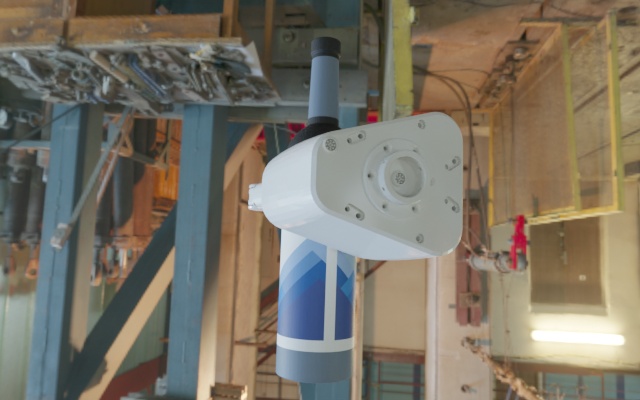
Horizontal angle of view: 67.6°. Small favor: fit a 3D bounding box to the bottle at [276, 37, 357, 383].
[{"bbox_3d":[0.000,0.002,0.423,0.069,0.295,0.069,2,-6,0],"label":"bottle"}]
